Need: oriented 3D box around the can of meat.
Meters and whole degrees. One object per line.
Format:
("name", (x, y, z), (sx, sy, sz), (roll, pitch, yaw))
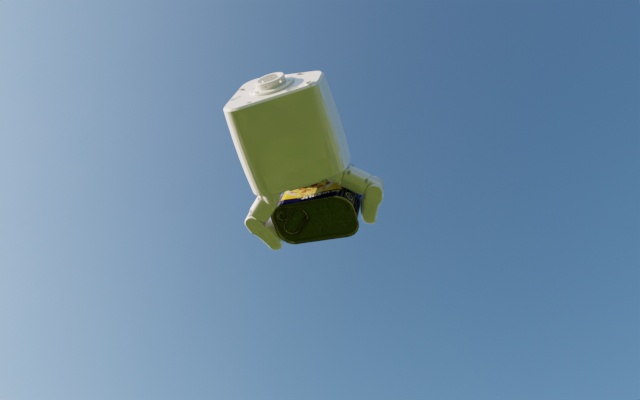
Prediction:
("can of meat", (0.000, 0.002, 0.587), (0.102, 0.057, 0.084), (-10, 31, 19))
